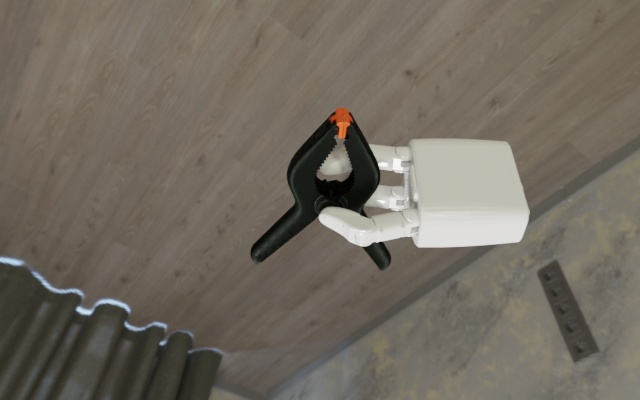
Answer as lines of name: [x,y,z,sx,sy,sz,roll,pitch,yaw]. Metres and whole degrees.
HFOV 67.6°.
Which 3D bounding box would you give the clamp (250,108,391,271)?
clamp: [0.000,0.002,0.505,0.164,0.210,0.036,-2,40,-2]
